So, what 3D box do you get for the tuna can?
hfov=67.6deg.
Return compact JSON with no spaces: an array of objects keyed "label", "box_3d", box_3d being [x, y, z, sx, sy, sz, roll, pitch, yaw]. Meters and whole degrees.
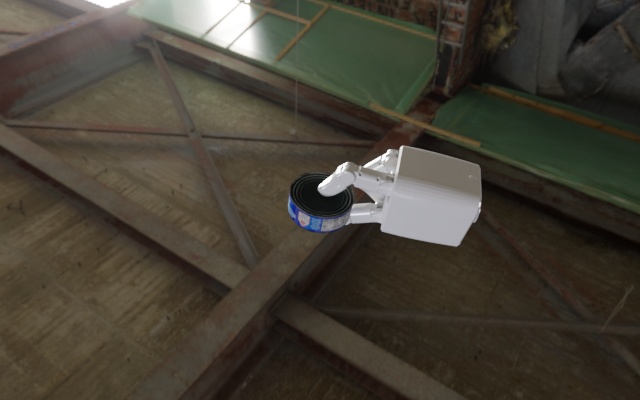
[{"label":"tuna can","box_3d":[0.000,0.002,0.630,0.086,0.034,0.086,6,44,-6]}]
